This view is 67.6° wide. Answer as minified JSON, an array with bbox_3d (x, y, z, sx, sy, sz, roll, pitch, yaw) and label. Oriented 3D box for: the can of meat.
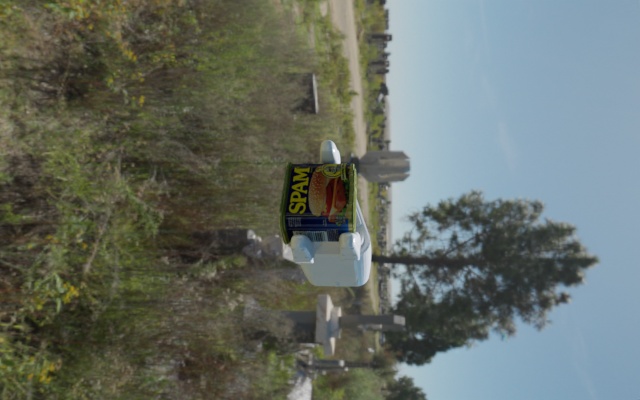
[{"bbox_3d":[0.000,0.002,0.572,0.084,0.102,0.057,0,-37,7],"label":"can of meat"}]
